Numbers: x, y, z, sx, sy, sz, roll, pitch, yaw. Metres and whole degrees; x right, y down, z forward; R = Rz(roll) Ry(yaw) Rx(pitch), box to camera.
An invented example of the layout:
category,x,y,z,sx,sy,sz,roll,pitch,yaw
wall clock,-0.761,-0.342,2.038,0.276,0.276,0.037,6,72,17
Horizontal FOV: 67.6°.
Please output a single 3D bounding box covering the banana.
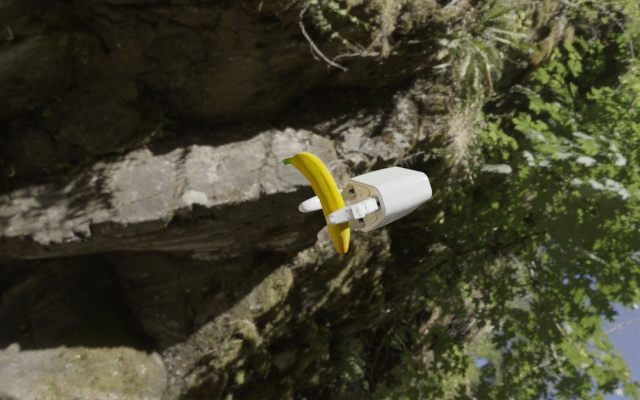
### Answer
category,x,y,z,sx,sy,sz,roll,pitch,yaw
banana,0.004,-0.009,0.787,0.037,0.197,0.070,-20,-21,-29
